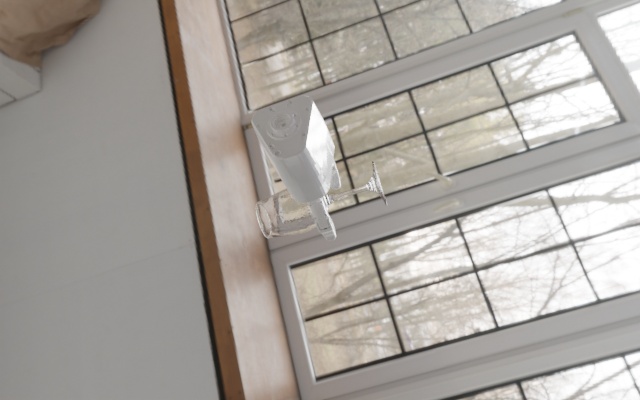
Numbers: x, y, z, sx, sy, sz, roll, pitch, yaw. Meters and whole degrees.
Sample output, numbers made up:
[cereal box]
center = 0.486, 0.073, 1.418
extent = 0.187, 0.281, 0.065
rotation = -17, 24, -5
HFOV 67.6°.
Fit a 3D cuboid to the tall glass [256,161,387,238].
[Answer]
[tall glass]
center = 0.001, 0.002, 0.767
extent = 0.201, 0.079, 0.079
rotation = -18, -2, 7
